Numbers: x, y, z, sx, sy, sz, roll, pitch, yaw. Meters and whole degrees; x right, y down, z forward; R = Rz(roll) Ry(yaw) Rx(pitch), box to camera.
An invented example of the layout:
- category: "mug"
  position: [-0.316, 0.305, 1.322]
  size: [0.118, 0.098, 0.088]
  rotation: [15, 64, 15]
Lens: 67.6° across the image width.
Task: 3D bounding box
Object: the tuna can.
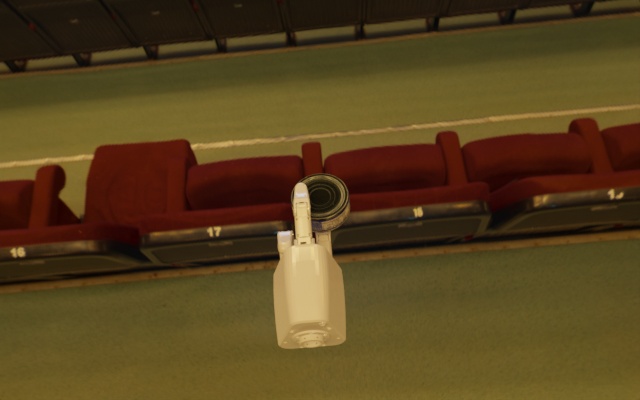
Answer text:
- category: "tuna can"
  position: [0.000, 0.002, 0.697]
  size: [0.086, 0.086, 0.034]
  rotation: [0, -36, 6]
